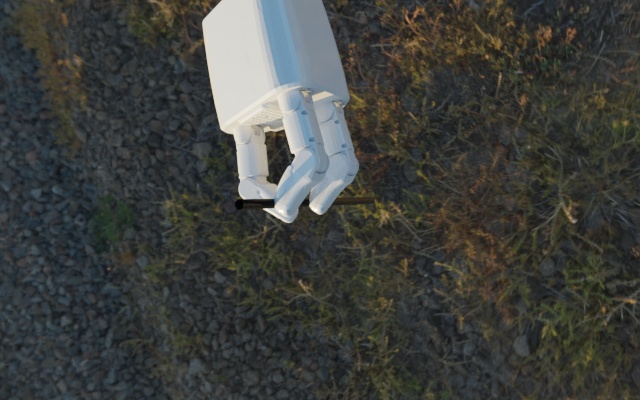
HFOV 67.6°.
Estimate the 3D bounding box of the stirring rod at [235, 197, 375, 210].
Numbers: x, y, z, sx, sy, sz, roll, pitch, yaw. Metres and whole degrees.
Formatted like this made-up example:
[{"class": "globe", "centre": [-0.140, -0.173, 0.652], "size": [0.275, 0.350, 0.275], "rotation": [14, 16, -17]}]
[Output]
[{"class": "stirring rod", "centre": [0.000, 0.001, 0.453], "size": [0.011, 0.011, 0.239], "rotation": [0, 1, 30]}]
